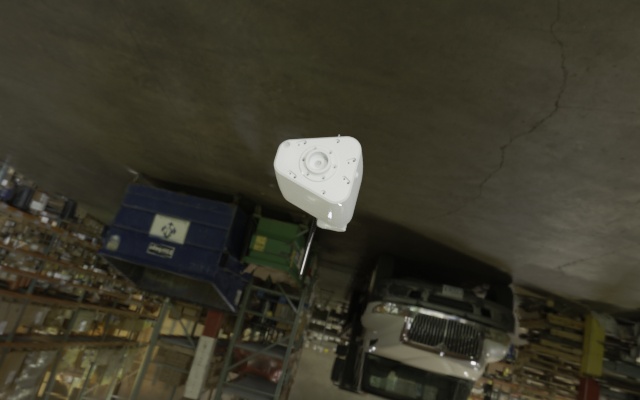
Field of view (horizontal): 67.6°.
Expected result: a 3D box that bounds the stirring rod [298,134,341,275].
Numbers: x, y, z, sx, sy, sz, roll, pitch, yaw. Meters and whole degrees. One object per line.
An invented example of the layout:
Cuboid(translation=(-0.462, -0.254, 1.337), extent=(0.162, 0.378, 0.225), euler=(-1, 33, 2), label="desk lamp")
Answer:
Cuboid(translation=(0.000, 0.002, 0.768), extent=(0.011, 0.239, 0.011), euler=(14, -16, 4), label="stirring rod")
